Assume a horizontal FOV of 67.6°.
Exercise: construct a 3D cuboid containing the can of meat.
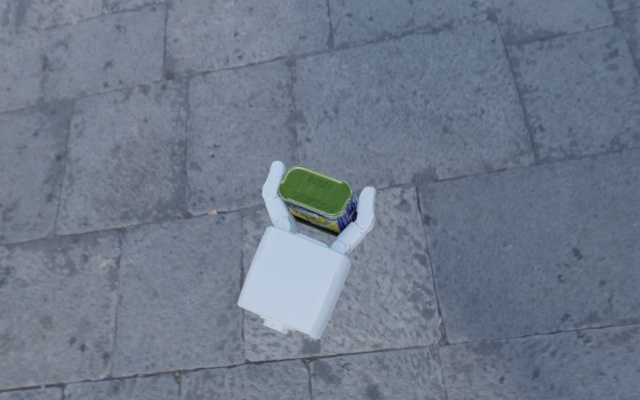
[{"bbox_3d":[0.000,0.002,0.641,0.102,0.057,0.084,20,-15,19],"label":"can of meat"}]
